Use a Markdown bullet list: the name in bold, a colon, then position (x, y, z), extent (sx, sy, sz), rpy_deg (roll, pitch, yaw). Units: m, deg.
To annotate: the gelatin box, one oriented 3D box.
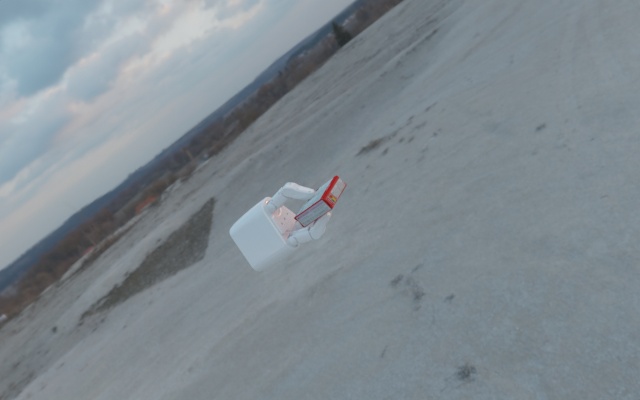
- **gelatin box**: position (0.000, 0.002, 0.870), extent (0.089, 0.030, 0.073), rpy_deg (-36, 15, 43)
